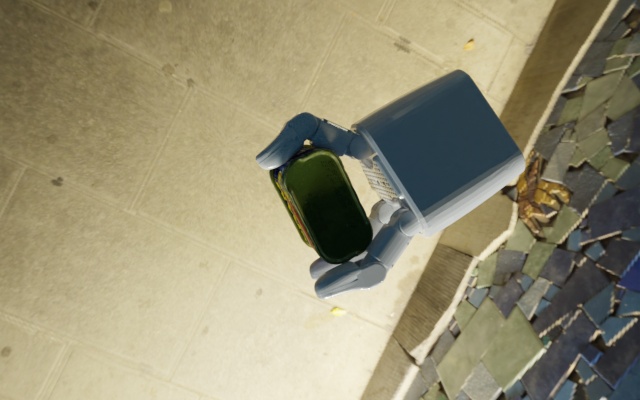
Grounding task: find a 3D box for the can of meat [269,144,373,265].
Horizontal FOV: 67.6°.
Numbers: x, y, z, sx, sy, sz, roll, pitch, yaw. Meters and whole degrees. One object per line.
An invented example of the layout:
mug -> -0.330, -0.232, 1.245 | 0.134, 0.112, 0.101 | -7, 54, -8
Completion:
can of meat -> 0.000, 0.001, 0.428 | 0.057, 0.102, 0.084 | -28, 11, -7
